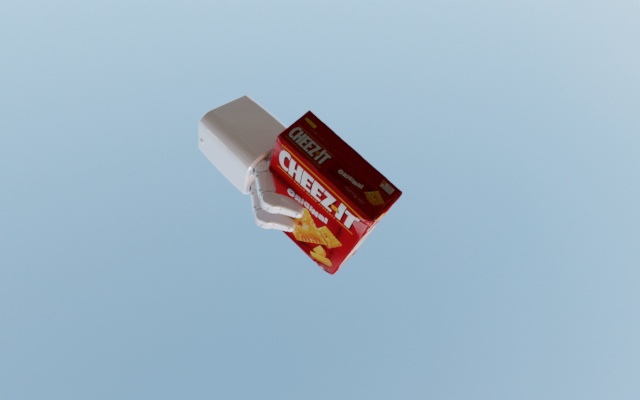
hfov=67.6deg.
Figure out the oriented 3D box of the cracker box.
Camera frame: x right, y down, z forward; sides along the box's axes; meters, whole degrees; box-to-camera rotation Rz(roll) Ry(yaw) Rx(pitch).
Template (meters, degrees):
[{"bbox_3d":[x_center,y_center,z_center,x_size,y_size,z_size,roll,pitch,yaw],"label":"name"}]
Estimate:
[{"bbox_3d":[0.000,0.002,0.681,0.072,0.164,0.214,-43,-10,-27],"label":"cracker box"}]
